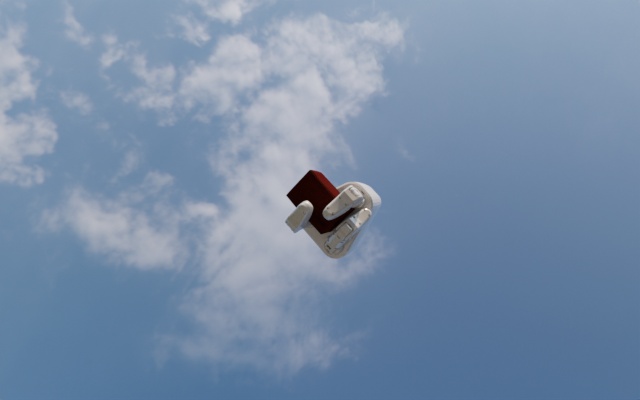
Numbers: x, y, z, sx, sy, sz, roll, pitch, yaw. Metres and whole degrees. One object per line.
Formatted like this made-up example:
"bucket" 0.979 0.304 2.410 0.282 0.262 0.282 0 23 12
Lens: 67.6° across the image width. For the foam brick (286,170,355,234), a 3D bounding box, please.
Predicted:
"foam brick" 0.000 0.002 0.681 0.053 0.078 0.051 -44 -10 13
